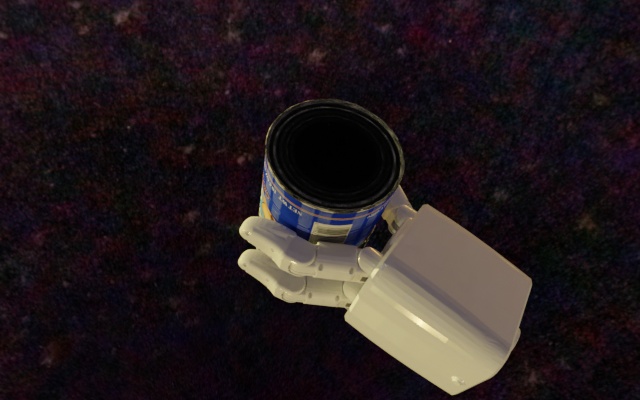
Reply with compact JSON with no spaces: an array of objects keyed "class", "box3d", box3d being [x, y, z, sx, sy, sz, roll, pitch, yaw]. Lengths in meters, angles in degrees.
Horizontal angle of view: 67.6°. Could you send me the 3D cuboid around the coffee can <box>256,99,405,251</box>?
[{"class":"coffee can","box3d":[0.000,0.001,0.401,0.103,0.102,0.140,0,-32,-11]}]
